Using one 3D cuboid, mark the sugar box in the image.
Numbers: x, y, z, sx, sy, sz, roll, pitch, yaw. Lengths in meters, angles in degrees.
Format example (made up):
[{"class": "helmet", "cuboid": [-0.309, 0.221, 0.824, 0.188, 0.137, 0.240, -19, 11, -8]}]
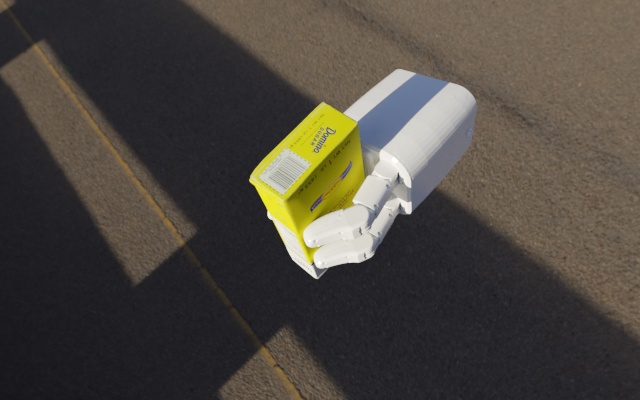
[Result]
[{"class": "sugar box", "cuboid": [0.001, 0.002, 0.450, 0.048, 0.093, 0.176, 35, -17, 27]}]
